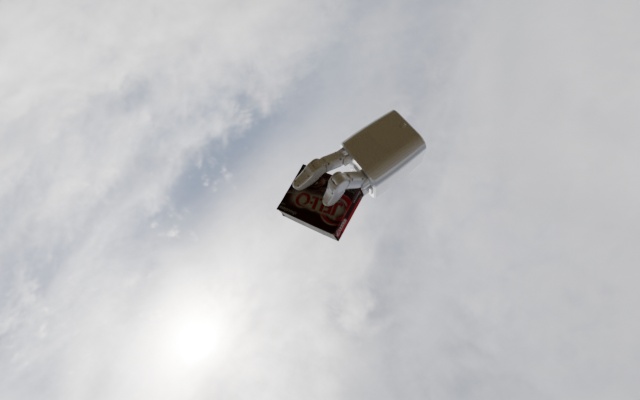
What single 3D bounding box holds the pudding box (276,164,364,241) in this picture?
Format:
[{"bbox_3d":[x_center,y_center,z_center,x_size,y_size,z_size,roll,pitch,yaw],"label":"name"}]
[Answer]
[{"bbox_3d":[0.000,0.003,0.767,0.113,0.090,0.039,22,-18,27],"label":"pudding box"}]
